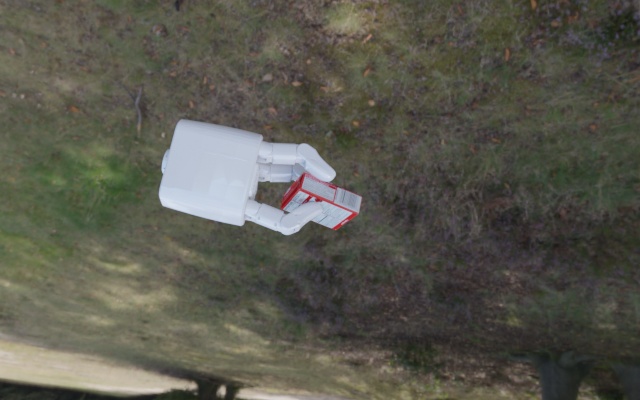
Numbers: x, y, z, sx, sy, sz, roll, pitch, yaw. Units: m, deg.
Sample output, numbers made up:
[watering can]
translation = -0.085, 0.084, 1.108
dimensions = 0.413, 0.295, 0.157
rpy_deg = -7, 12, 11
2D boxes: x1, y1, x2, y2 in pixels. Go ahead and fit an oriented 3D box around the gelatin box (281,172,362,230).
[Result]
[gelatin box]
translation = 0.000, 0.003, 0.641
dimensions = 0.089, 0.030, 0.073
rpy_deg = 23, -28, -14
